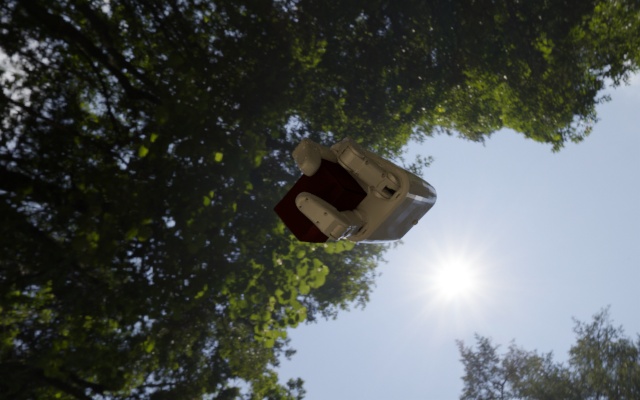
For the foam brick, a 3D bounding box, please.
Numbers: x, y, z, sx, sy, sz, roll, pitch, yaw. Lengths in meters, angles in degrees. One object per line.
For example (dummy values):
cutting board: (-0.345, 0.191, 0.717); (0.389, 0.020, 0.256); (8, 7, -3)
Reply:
foam brick: (0.000, 0.002, 0.516); (0.053, 0.078, 0.051); (51, 20, 26)
